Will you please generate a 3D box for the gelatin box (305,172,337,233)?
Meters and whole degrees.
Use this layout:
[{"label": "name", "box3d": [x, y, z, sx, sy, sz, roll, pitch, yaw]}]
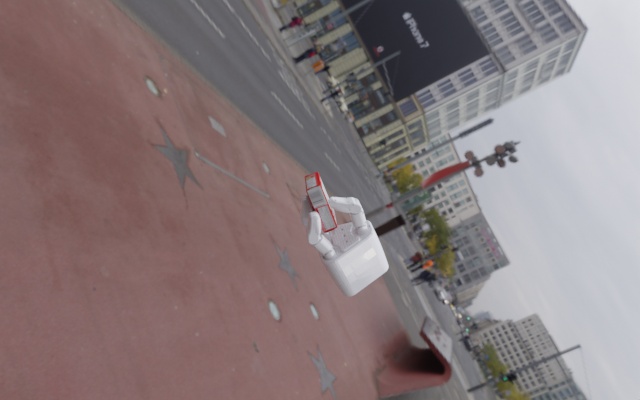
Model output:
[{"label": "gelatin box", "box3d": [0.000, 0.002, 0.849, 0.030, 0.089, 0.073, -20, 22, 4]}]
